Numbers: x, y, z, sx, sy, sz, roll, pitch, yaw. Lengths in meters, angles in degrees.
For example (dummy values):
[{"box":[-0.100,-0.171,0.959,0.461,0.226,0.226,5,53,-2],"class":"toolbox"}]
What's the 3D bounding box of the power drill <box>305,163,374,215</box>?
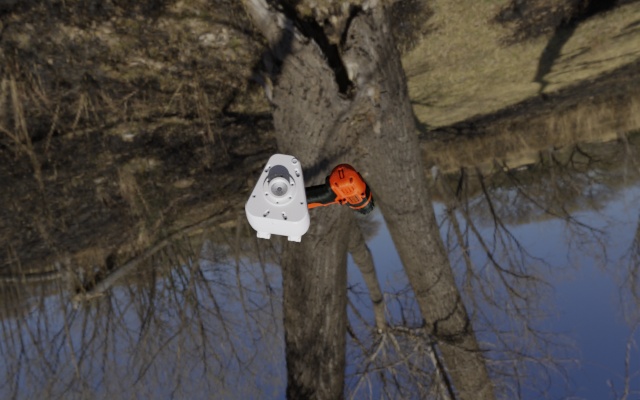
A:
[{"box":[0.000,0.003,0.884,0.187,0.057,0.184,-18,-26,12],"class":"power drill"}]
